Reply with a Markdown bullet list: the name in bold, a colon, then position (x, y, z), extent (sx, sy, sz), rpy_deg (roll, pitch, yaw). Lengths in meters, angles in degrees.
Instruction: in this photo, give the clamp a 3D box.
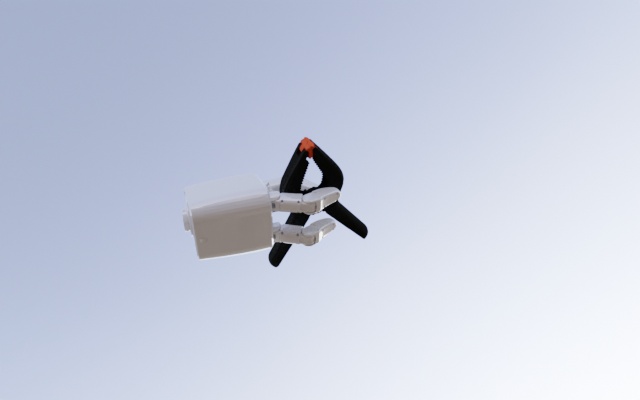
- **clamp**: position (0.000, 0.001, 0.701), extent (0.164, 0.210, 0.036), rpy_deg (-12, 39, -18)
